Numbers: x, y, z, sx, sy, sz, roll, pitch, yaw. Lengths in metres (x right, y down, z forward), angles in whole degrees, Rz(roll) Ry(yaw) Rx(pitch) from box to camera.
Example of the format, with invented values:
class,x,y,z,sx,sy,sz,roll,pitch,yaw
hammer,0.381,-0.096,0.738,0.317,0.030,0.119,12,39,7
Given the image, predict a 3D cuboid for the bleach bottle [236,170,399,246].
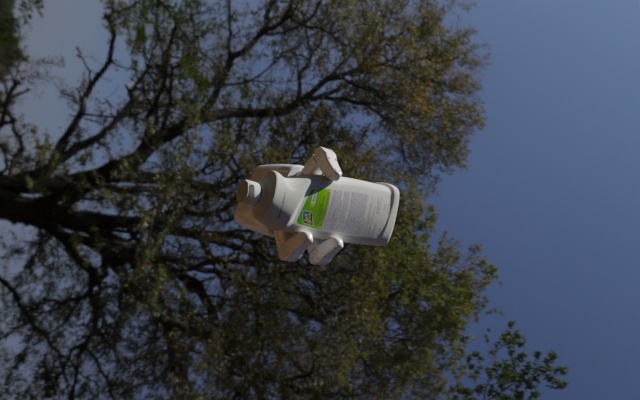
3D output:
class,x,y,z,sx,sy,sz,roll,pitch,yaw
bleach bottle,0.000,0.002,0.672,0.251,0.102,0.068,13,-2,-38
